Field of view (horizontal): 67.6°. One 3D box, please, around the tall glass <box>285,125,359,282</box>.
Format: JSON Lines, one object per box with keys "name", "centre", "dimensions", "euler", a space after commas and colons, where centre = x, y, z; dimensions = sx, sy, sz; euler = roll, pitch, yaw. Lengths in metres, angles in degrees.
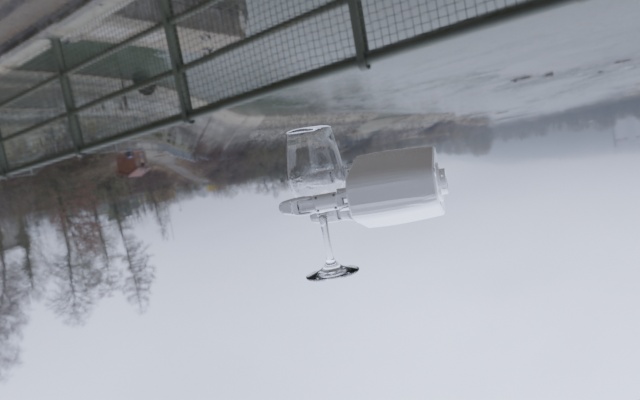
{"name": "tall glass", "centre": [0.000, 0.003, 0.646], "dimensions": [0.079, 0.201, 0.079], "euler": [-10, 4, 1]}
